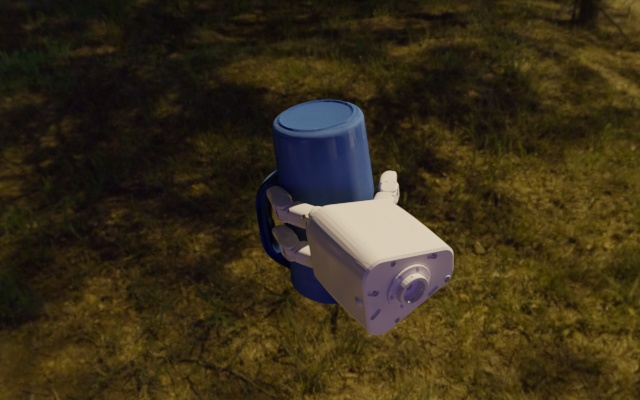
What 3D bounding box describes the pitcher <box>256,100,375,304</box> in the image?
[{"bbox_3d":[0.000,0.002,0.614,0.149,0.243,0.145,-20,34,-18],"label":"pitcher"}]
